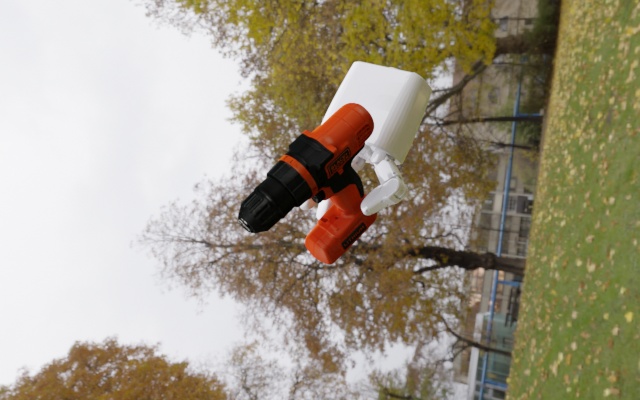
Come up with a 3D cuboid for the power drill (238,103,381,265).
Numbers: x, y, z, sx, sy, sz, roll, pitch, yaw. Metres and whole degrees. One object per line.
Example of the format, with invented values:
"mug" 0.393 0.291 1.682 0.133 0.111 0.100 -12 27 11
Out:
"power drill" 0.000 0.002 0.560 0.057 0.184 0.188 38 -17 29
